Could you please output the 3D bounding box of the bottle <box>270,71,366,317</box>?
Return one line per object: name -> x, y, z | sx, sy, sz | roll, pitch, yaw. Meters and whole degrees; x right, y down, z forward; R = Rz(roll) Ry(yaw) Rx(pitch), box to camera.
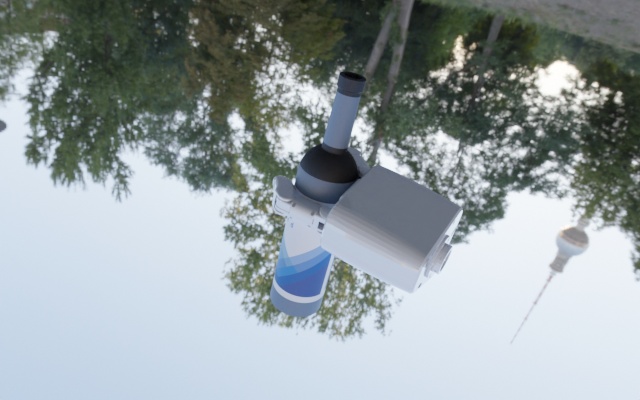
bottle -> 0.000, 0.002, 0.541 | 0.069, 0.296, 0.069 | 11, 30, -6
